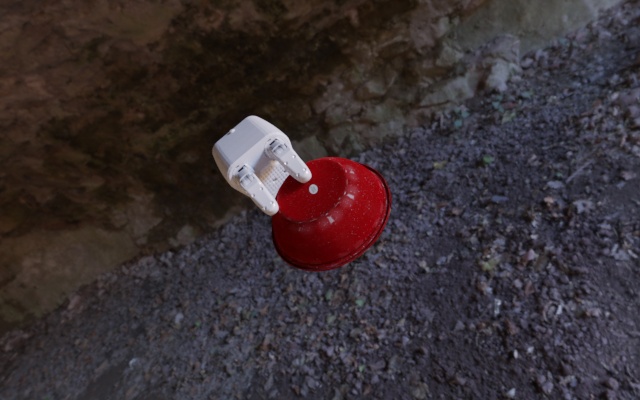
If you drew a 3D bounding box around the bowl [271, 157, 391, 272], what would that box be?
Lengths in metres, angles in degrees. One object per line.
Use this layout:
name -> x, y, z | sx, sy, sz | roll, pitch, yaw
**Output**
bowl -> 0.001, 0.002, 0.575 | 0.162, 0.162, 0.055 | 0, -34, 29
